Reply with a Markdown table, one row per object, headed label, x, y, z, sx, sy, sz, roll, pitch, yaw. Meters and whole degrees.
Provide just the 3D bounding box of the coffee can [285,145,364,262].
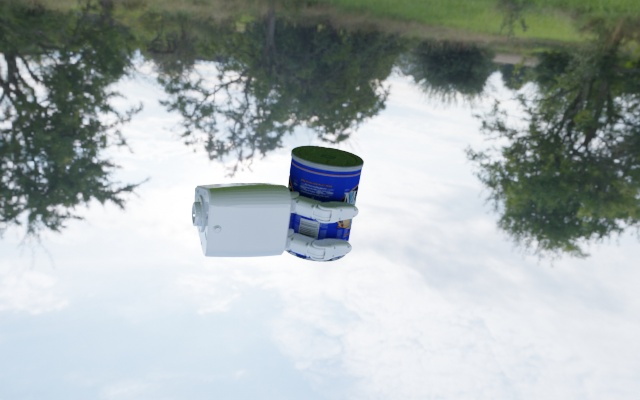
| label | x | y | z | sx | sy | sz | roll | pitch | yaw |
| --- | --- | --- | --- | --- | --- | --- | --- | --- | --- |
| coffee can | 0.000 | 0.002 | 0.684 | 0.103 | 0.140 | 0.102 | 8 | 20 | -3 |
